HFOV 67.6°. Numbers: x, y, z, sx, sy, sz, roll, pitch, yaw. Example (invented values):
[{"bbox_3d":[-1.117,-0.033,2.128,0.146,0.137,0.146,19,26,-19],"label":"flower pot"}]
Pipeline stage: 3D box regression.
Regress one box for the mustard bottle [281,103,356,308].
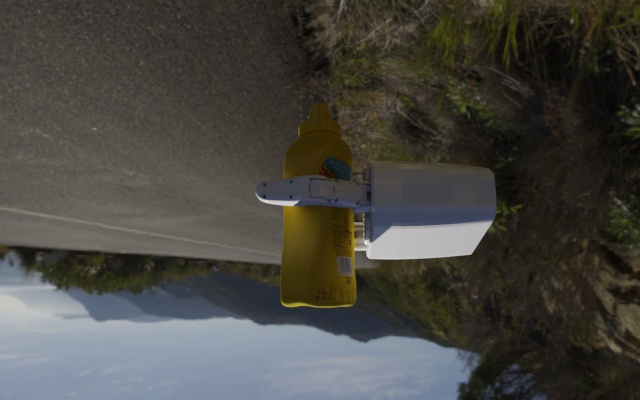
[{"bbox_3d":[0.000,0.002,0.448,0.058,0.191,0.096,-5,-12,27],"label":"mustard bottle"}]
